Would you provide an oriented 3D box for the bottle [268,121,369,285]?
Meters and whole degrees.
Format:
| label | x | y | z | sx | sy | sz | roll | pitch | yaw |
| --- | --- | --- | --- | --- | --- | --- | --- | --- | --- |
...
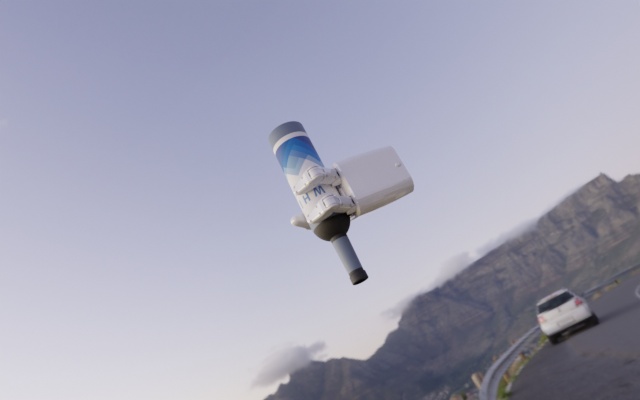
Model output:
| label | x | y | z | sx | sy | sz | roll | pitch | yaw |
| --- | --- | --- | --- | --- | --- | --- | --- | --- | --- |
| bottle | 0.000 | 0.002 | 0.785 | 0.069 | 0.295 | 0.069 | -23 | -23 | -10 |
